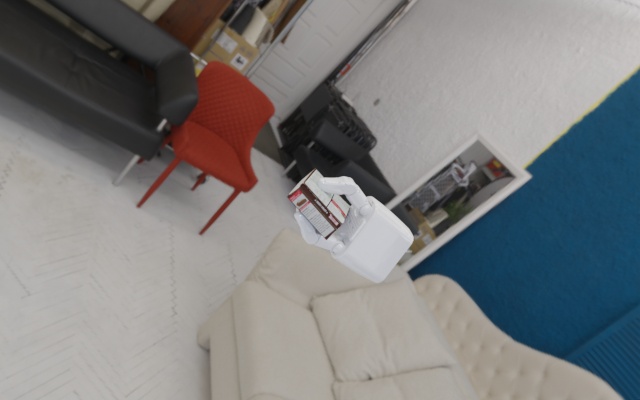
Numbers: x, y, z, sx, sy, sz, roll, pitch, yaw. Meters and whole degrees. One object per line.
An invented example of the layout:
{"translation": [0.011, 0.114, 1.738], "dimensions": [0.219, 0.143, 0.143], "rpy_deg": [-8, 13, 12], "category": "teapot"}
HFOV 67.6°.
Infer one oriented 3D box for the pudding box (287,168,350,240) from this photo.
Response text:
{"translation": [0.000, 0.002, 0.751], "dimensions": [0.039, 0.090, 0.113], "rpy_deg": [-42, 4, 15], "category": "pudding box"}
